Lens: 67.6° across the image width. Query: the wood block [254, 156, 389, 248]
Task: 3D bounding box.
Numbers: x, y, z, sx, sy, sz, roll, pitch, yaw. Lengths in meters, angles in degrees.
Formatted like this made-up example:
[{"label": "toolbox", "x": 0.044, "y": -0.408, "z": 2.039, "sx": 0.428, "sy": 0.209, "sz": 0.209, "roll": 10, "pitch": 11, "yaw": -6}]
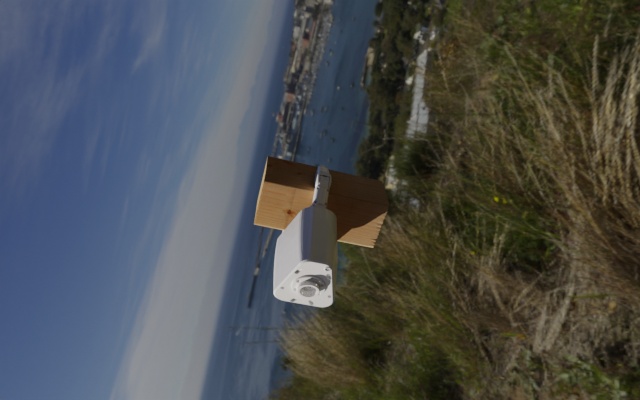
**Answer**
[{"label": "wood block", "x": 0.000, "y": 0.003, "z": 0.811, "sx": 0.206, "sy": 0.091, "sz": 0.090, "roll": 12, "pitch": 29, "yaw": -9}]
